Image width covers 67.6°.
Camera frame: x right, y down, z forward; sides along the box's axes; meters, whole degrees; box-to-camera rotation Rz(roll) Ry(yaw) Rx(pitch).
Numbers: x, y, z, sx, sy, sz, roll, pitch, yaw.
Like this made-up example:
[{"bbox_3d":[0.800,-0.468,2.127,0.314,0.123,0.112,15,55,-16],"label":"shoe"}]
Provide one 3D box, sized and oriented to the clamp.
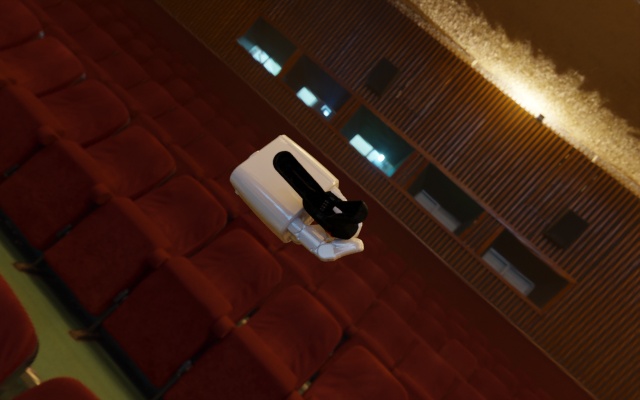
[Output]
[{"bbox_3d":[0.001,0.002,0.565,0.120,0.039,0.171,42,-12,11],"label":"clamp"}]
